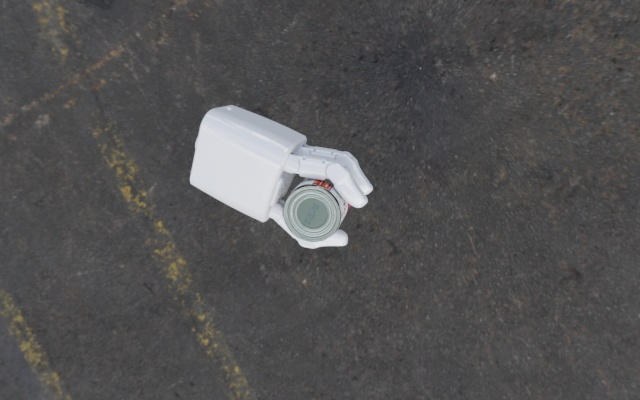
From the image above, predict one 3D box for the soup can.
[{"bbox_3d":[0.000,0.002,0.570,0.068,0.068,0.102,0,15,12],"label":"soup can"}]
